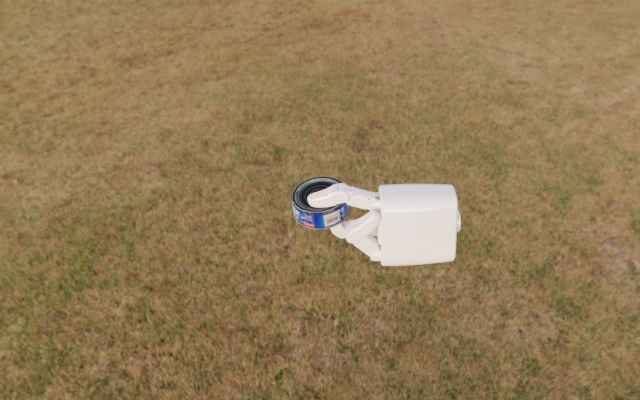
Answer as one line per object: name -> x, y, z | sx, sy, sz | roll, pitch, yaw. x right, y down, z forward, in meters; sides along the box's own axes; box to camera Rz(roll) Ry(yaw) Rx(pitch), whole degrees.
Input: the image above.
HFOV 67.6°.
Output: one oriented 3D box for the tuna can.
tuna can -> 0.000, 0.002, 0.710 | 0.086, 0.034, 0.086 | -5, 41, 5
